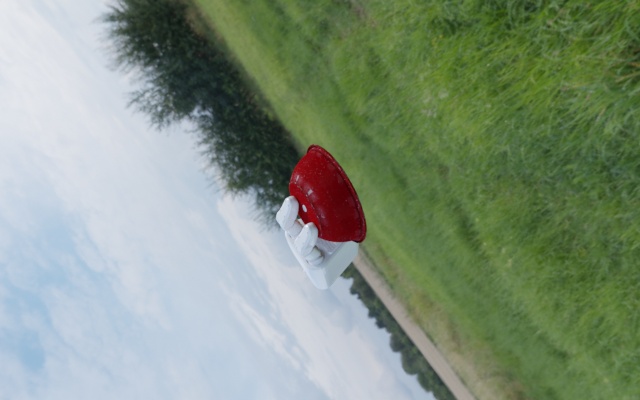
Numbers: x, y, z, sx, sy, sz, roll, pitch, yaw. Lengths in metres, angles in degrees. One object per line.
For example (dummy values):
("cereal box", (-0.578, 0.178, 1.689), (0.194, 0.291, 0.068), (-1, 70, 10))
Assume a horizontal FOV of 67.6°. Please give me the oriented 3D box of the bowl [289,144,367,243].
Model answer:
("bowl", (0.000, 0.002, 0.698), (0.055, 0.162, 0.162), (-27, 9, -17))
